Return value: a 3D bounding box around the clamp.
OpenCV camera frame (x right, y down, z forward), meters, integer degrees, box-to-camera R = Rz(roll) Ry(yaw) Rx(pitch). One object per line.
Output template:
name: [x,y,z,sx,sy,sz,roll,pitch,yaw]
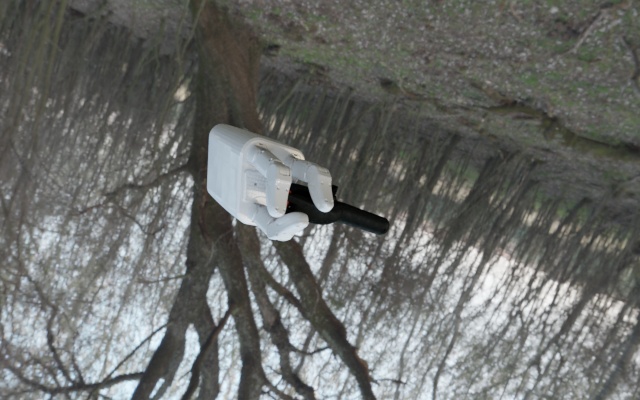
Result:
clamp: [0.000,0.003,0.627,0.171,0.039,0.120,14,11,-41]
